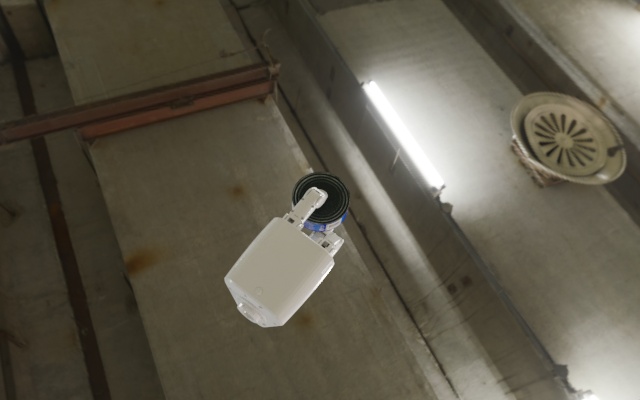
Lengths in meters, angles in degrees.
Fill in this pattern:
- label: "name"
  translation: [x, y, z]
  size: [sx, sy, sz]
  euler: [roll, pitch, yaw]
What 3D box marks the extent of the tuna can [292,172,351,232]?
- label: "tuna can"
  translation: [0.000, 0.003, 0.707]
  size: [0.086, 0.086, 0.034]
  euler: [0, -26, -5]
